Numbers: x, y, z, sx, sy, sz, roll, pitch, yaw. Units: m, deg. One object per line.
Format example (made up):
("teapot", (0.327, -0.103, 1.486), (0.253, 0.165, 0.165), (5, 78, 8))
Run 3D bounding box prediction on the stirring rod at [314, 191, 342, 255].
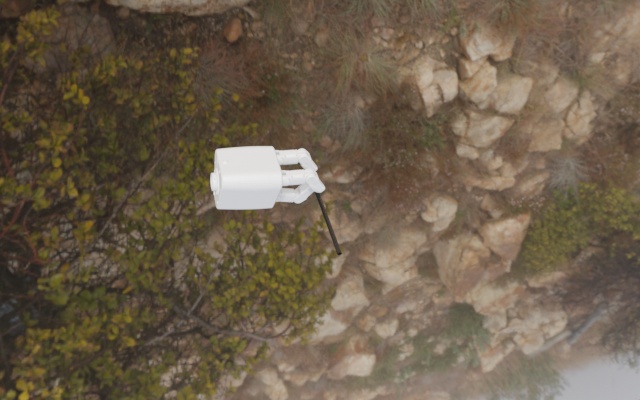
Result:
("stirring rod", (0.000, 0.003, 0.881), (0.011, 0.239, 0.011), (-12, -40, -10))
